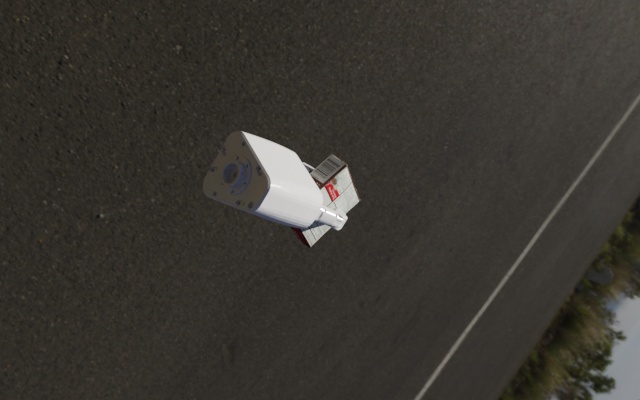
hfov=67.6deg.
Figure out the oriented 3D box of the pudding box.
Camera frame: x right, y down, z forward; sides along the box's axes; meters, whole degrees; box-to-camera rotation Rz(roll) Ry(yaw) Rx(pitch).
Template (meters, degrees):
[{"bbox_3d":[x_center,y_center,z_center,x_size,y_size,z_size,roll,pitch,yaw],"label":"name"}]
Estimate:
[{"bbox_3d":[0.000,0.002,0.698,0.039,0.113,0.090,38,-17,37],"label":"pudding box"}]
